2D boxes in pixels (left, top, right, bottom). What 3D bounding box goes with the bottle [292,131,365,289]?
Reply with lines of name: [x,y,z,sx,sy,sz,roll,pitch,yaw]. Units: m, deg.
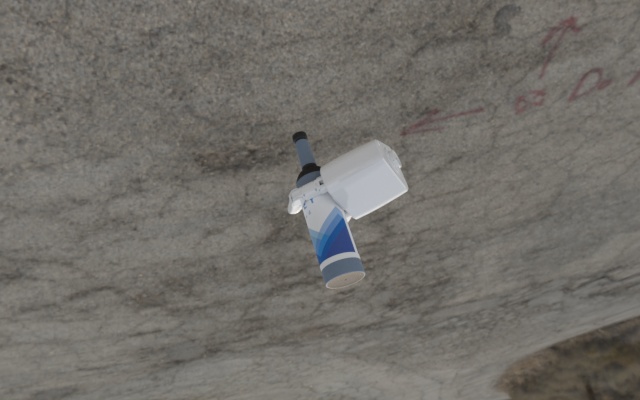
bottle: [0.000,0.003,0.827,0.069,0.295,0.069,-14,-28,-7]
